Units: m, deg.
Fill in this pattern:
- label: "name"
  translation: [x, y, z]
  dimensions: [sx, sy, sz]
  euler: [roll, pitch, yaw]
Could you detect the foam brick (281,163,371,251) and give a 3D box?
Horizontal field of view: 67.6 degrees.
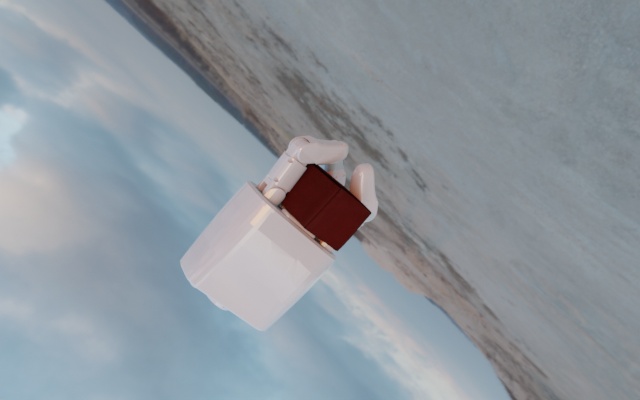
- label: "foam brick"
  translation: [0.000, 0.002, 0.460]
  dimensions: [0.053, 0.051, 0.078]
  euler: [40, 2, -40]
